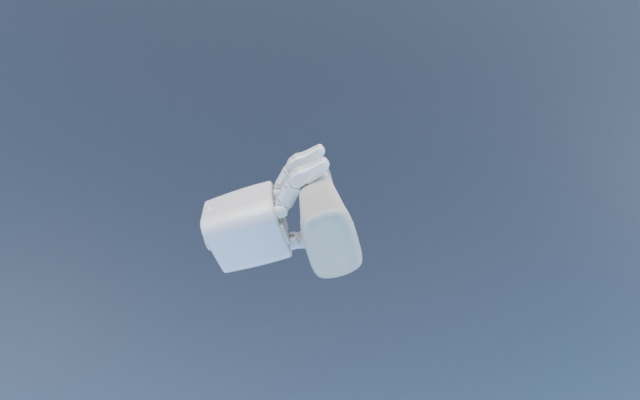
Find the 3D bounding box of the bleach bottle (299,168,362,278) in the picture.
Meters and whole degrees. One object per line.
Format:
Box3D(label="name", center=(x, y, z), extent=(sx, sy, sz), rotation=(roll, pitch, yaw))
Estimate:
Box3D(label="bleach bottle", center=(0.000, 0.002, 0.703), extent=(0.068, 0.103, 0.250), rotation=(-16, 26, 1))
